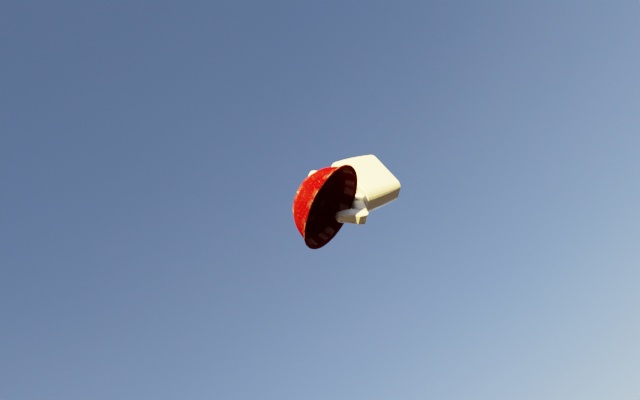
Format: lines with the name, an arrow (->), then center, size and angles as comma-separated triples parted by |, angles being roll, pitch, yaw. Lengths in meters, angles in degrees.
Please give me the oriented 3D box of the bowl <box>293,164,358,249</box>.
bowl -> -0.001, 0.003, 0.842 | 0.055, 0.162, 0.162 | 26, 12, 26
